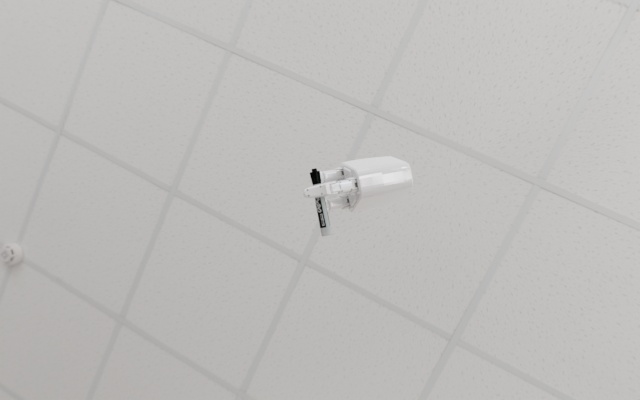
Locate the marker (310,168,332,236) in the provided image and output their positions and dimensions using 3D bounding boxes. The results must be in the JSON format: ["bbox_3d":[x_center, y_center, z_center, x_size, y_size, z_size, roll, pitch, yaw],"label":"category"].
[{"bbox_3d":[0.000,0.003,0.848,0.020,0.121,0.020,-11,0,0],"label":"marker"}]
